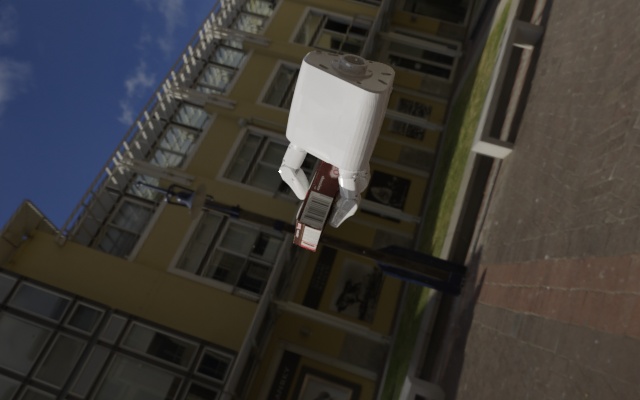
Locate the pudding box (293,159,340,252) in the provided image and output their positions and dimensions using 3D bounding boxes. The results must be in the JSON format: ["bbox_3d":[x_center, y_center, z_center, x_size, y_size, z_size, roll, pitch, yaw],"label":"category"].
[{"bbox_3d":[0.000,0.002,0.654,0.039,0.113,0.090,21,-24,4],"label":"pudding box"}]
